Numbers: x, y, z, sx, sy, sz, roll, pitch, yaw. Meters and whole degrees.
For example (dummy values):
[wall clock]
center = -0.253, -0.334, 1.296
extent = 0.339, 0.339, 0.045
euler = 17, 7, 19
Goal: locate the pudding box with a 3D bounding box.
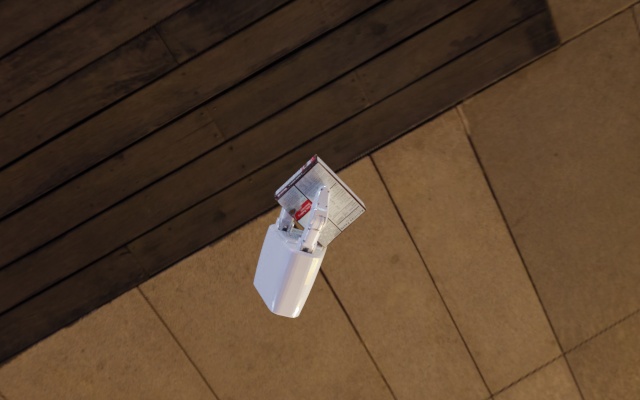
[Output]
[pudding box]
center = 0.000, 0.002, 0.718
extent = 0.113, 0.090, 0.039
euler = 45, 8, -19
